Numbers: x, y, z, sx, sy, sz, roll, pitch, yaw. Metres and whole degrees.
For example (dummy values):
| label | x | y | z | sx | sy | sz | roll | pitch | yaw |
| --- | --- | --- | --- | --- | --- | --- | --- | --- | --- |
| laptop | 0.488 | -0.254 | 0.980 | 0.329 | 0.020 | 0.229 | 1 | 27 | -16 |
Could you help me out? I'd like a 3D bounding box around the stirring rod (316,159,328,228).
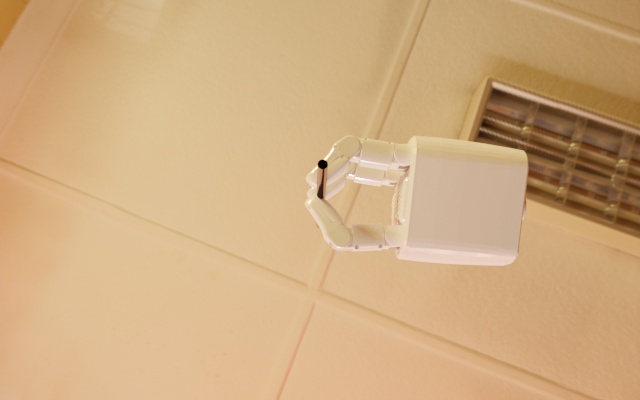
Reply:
| label | x | y | z | sx | sy | sz | roll | pitch | yaw |
| --- | --- | --- | --- | --- | --- | --- | --- | --- | --- |
| stirring rod | 0.000 | 0.002 | 0.481 | 0.011 | 0.011 | 0.239 | 0 | -14 | -1 |
